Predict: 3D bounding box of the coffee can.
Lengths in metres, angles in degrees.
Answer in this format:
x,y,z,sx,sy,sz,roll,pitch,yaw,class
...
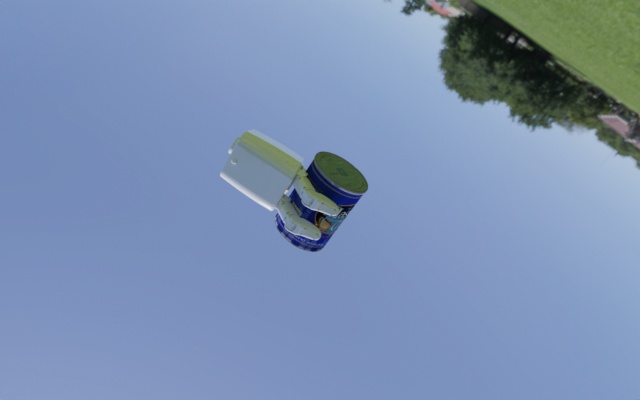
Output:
x,y,z,sx,sy,sz,roll,pitch,yaw,class
0.000,0.003,0.811,0.103,0.140,0.102,27,28,-16,coffee can
